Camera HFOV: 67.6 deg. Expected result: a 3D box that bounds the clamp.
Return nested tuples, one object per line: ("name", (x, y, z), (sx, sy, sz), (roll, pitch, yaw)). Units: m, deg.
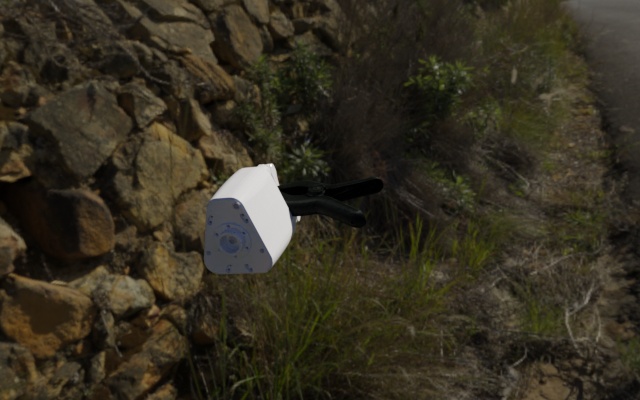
("clamp", (0.000, 0.002, 0.676), (0.171, 0.039, 0.120), (-4, 21, 13))
